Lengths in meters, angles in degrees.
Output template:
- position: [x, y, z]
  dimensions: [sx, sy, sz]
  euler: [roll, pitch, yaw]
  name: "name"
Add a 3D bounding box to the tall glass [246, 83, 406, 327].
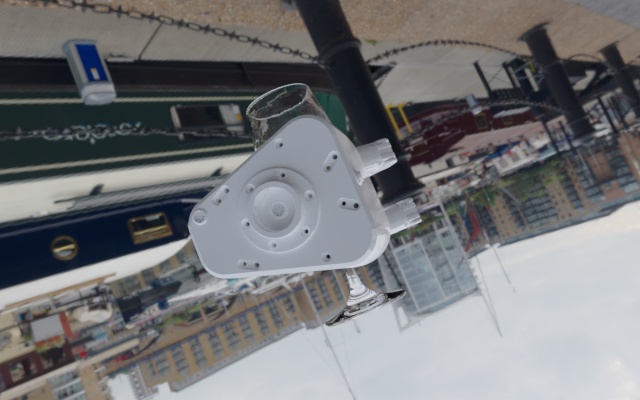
- position: [0.000, 0.002, 0.419]
  dimensions: [0.079, 0.201, 0.079]
  euler: [-23, -7, -3]
  name: "tall glass"
